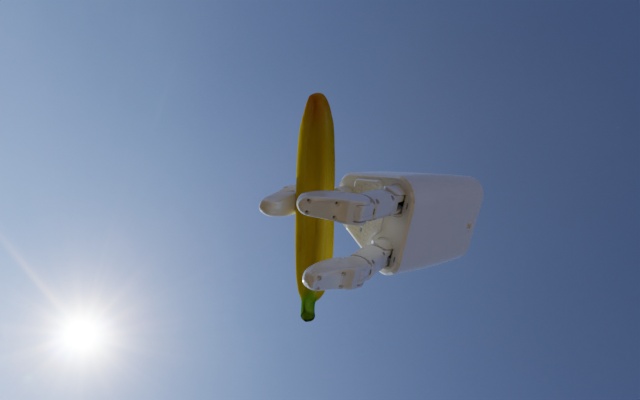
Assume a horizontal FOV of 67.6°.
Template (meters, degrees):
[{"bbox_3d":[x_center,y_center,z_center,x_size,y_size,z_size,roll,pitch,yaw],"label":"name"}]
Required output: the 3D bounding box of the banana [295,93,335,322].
[{"bbox_3d":[-0.003,0.005,0.440,0.037,0.198,0.069,1,-1,-10],"label":"banana"}]
